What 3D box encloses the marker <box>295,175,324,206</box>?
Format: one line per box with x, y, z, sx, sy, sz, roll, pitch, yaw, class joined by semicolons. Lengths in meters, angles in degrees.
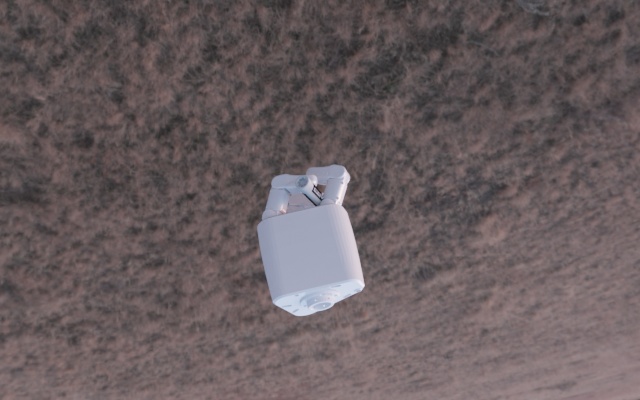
0.000;0.002;0.630;0.020;0.020;0.121;0;-24;24;marker
